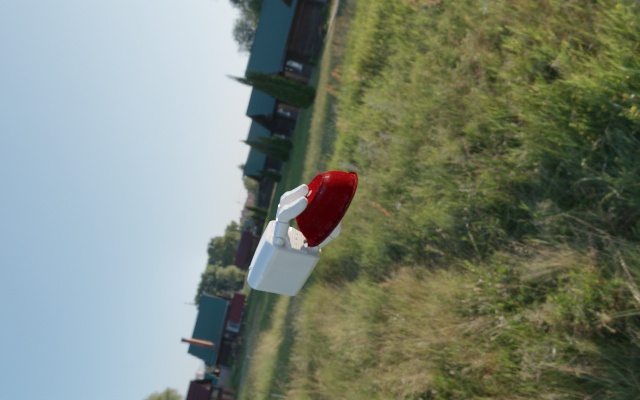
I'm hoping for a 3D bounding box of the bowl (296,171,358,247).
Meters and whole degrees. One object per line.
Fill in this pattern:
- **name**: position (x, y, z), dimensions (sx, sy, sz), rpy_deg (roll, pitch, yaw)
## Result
- **bowl**: position (0.001, 0.002, 0.874), dimensions (0.055, 0.162, 0.162), rpy_deg (32, -9, -15)
